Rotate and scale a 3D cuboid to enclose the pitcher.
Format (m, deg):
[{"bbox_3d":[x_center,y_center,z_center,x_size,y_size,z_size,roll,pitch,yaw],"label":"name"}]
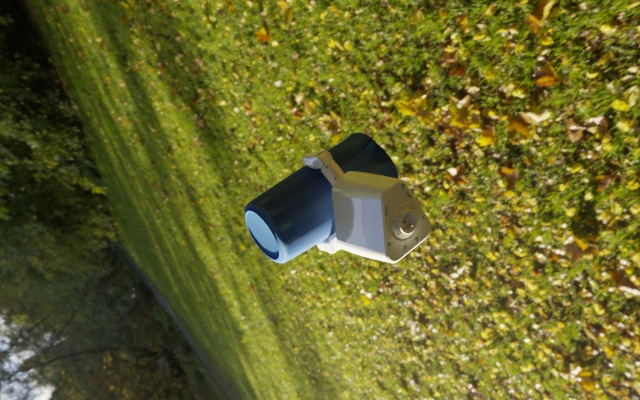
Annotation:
[{"bbox_3d":[0.000,0.003,0.788,0.242,0.149,0.145,-32,25,-28],"label":"pitcher"}]
